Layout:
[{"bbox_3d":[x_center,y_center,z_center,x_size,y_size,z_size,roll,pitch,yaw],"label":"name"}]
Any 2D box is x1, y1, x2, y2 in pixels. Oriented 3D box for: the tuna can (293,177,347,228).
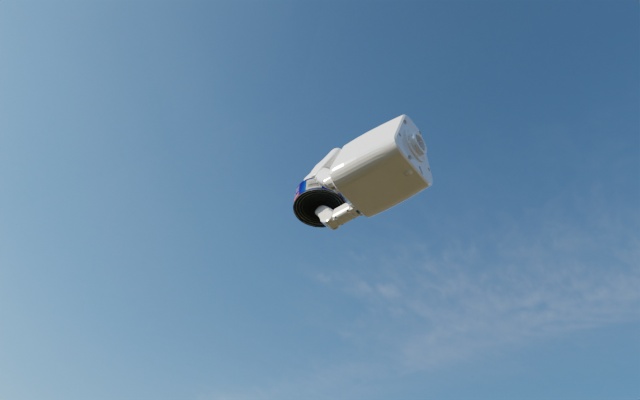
[{"bbox_3d":[0.000,0.002,0.761,0.086,0.086,0.033,2,45,2],"label":"tuna can"}]
